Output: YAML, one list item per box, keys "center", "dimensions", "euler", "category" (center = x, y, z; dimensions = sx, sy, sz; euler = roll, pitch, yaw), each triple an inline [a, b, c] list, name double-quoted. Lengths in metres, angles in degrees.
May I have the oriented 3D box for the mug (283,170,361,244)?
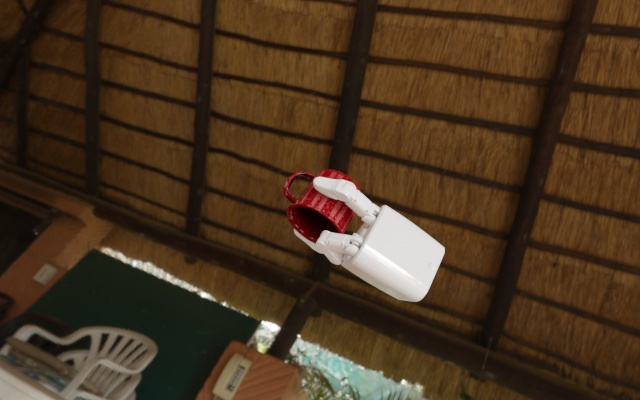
- center: [-0.001, 0.001, 0.704]
  dimensions: [0.117, 0.081, 0.093]
  euler: [35, -31, -3]
  category: "mug"
